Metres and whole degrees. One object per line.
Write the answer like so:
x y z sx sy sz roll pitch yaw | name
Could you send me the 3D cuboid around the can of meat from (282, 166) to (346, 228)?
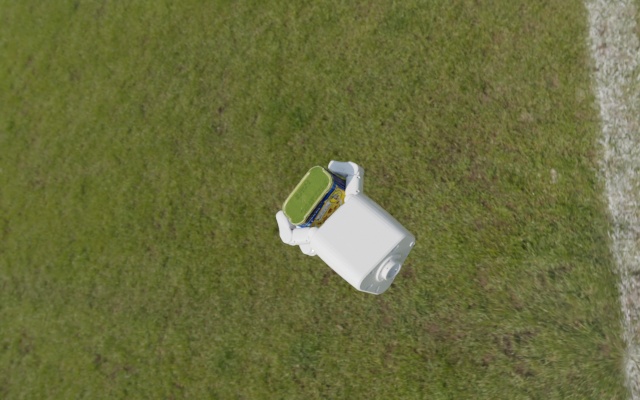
0.000 0.002 0.753 0.057 0.102 0.084 43 9 34 | can of meat
